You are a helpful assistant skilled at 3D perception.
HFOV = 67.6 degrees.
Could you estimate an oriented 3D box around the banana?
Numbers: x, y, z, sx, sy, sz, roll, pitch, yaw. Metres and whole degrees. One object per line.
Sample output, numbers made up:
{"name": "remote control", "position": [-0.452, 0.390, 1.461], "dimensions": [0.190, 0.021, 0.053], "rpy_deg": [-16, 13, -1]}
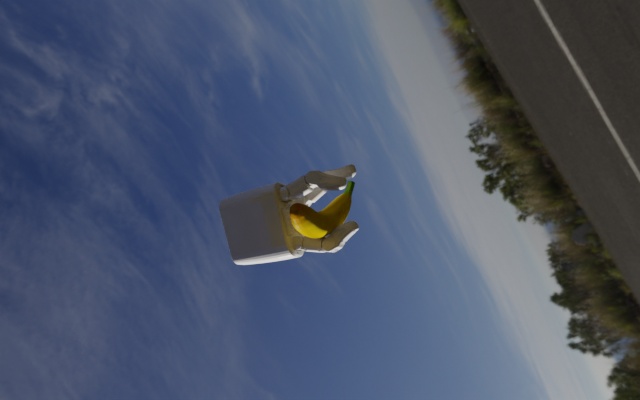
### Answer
{"name": "banana", "position": [0.002, 0.020, 0.685], "dimensions": [0.037, 0.069, 0.197], "rpy_deg": [2, 12, 23]}
